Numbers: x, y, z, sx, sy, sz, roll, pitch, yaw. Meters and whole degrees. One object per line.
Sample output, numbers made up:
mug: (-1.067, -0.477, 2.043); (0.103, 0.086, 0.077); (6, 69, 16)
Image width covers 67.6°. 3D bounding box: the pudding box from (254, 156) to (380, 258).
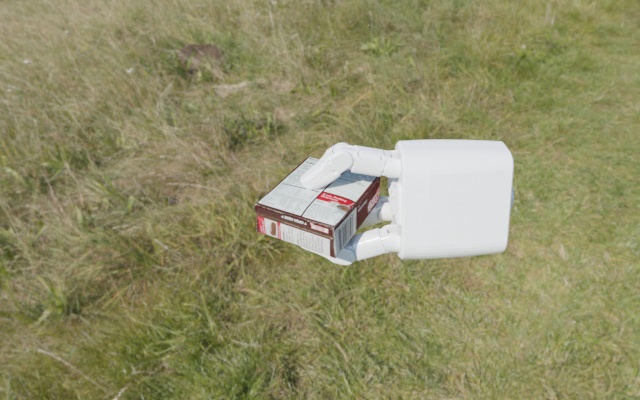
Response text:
pudding box: (0.000, 0.001, 0.490); (0.090, 0.039, 0.113); (16, 36, 23)
